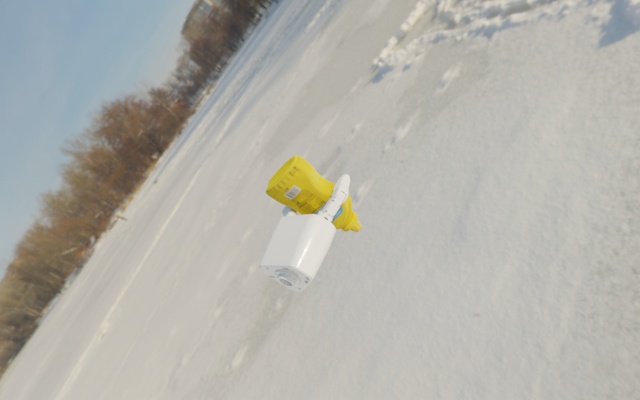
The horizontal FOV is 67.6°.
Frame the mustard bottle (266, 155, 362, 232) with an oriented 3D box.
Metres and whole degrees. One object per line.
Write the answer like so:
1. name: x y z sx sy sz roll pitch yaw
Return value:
1. mustard bottle: 0.000 0.003 0.889 0.192 0.058 0.096 35 -55 -19
